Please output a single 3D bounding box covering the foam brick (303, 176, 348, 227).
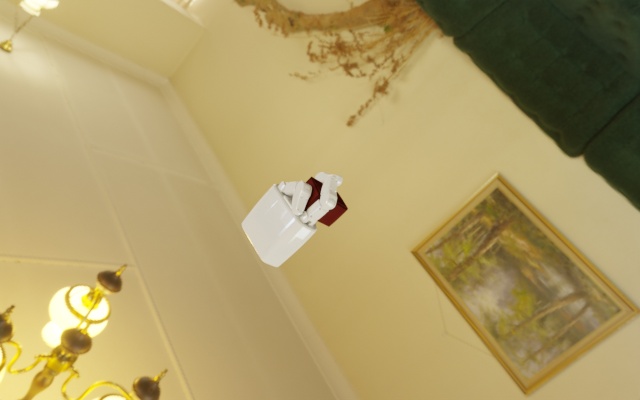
[{"bbox_3d":[0.000,0.003,0.873,0.078,0.051,0.053,29,22,-39],"label":"foam brick"}]
